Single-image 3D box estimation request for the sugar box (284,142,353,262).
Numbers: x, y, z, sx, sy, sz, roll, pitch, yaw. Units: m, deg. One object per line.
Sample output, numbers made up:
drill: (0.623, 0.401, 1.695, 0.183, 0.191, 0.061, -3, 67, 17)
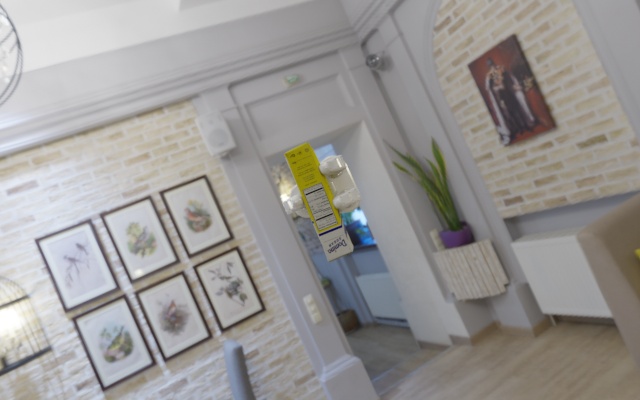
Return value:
sugar box: (0.001, 0.002, 0.740, 0.048, 0.176, 0.093, -25, -1, 4)
